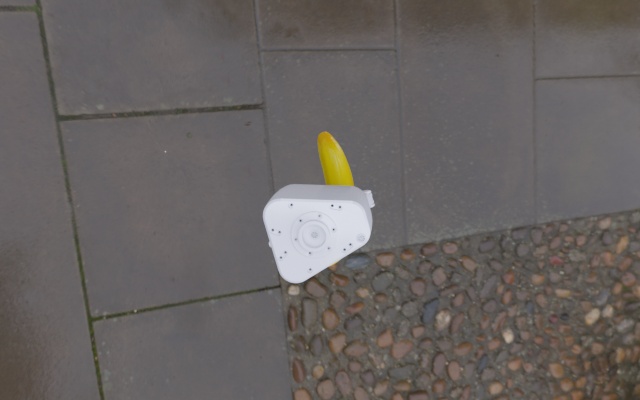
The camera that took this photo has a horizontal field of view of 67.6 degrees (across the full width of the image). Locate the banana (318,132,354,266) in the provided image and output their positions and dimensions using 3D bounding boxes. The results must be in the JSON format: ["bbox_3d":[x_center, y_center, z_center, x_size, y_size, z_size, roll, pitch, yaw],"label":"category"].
[{"bbox_3d":[0.016,0.009,0.645,0.069,0.198,0.037,13,15,25],"label":"banana"}]
